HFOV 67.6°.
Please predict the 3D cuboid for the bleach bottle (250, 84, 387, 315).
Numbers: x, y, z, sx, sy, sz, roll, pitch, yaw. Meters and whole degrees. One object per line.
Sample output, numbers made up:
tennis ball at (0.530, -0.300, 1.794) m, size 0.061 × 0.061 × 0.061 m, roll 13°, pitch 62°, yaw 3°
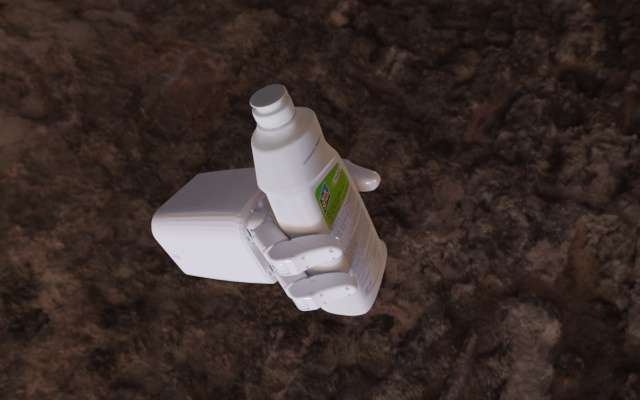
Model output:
bleach bottle at (0.000, 0.002, 0.440) m, size 0.068 × 0.102 × 0.251 m, roll 0°, pitch -42°, yaw 24°
